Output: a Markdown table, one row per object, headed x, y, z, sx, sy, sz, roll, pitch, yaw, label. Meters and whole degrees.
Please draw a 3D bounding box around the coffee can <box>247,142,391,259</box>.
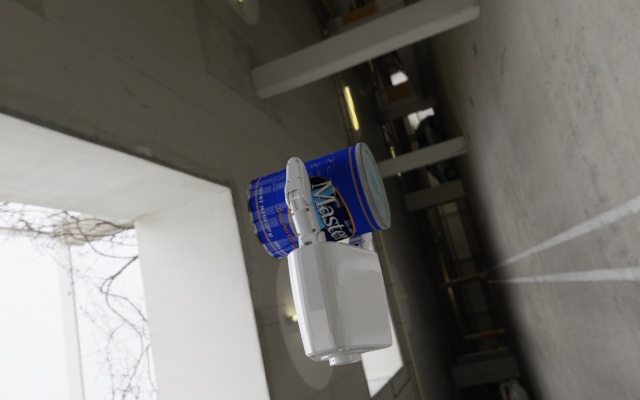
| x | y | z | sx | sy | sz | roll | pitch | yaw | label |
| --- | --- | --- | --- | --- | --- | --- | --- | --- | --- |
| 0.000 | 0.002 | 0.563 | 0.140 | 0.103 | 0.103 | -17 | -5 | 16 | coffee can |
